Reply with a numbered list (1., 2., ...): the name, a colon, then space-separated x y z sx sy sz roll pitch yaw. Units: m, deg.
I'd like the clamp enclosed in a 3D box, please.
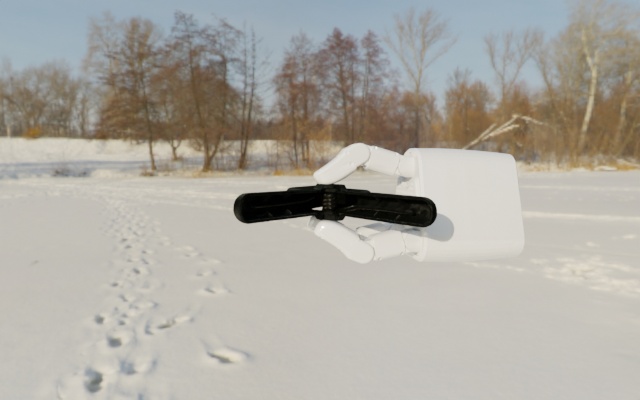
1. clamp: 0.000 0.001 0.471 0.164 0.036 0.210 2 4 -9
